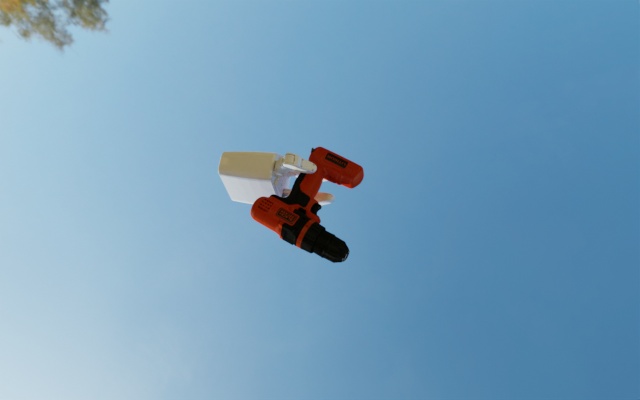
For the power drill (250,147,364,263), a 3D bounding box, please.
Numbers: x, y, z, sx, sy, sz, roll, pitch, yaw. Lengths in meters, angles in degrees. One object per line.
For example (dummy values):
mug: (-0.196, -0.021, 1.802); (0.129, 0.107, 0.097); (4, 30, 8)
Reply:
power drill: (0.000, 0.002, 0.828); (0.184, 0.187, 0.057); (29, -33, 14)
